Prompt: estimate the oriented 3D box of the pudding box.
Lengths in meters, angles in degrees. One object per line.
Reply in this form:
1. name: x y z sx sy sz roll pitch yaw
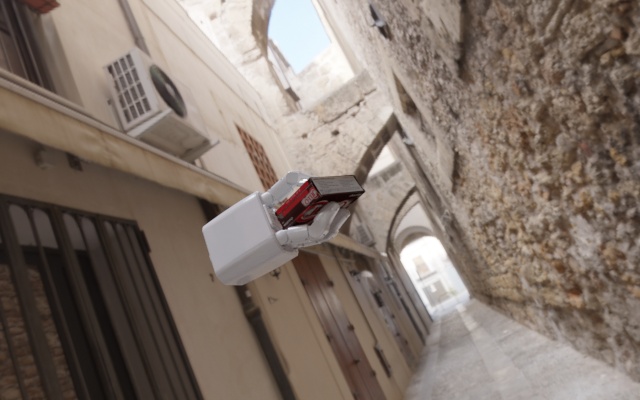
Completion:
1. pudding box: 0.000 0.002 0.713 0.090 0.039 0.113 -42 -19 34
